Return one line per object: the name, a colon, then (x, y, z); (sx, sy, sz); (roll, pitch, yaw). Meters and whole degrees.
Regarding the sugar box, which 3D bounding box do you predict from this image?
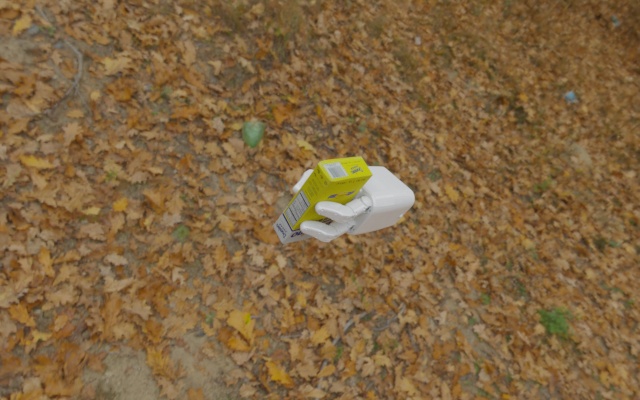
sugar box: (0.001, 0.003, 0.784); (0.093, 0.048, 0.176); (-10, -32, -39)
